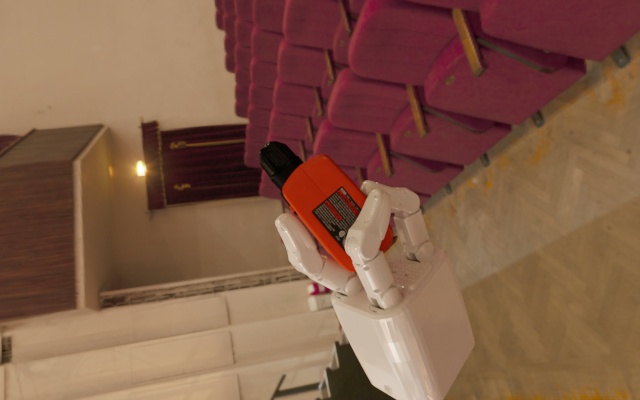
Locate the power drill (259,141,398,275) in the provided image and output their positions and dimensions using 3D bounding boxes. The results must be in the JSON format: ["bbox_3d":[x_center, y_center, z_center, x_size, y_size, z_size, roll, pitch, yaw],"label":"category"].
[{"bbox_3d":[0.000,0.002,0.495,0.057,0.184,0.187,-42,1,-3],"label":"power drill"}]
